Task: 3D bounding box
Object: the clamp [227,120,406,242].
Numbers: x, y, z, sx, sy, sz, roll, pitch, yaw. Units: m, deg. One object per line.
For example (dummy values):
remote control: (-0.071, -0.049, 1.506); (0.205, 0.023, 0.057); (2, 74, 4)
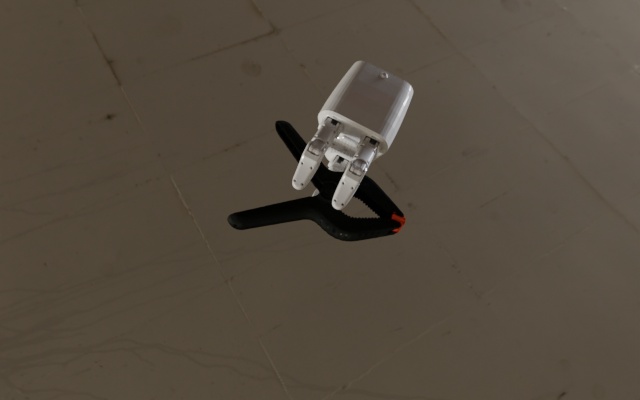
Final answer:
clamp: (0.001, 0.002, 0.597); (0.210, 0.164, 0.036); (27, -26, 5)
